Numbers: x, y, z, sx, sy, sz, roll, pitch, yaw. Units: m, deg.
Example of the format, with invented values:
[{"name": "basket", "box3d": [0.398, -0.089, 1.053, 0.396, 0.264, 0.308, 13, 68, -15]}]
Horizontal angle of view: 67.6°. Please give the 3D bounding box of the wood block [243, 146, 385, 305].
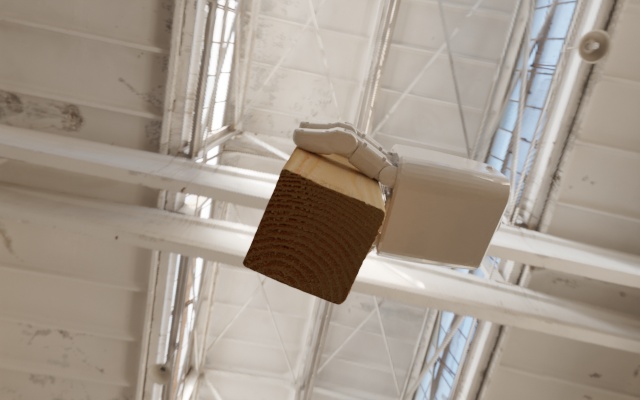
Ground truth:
[{"name": "wood block", "box3d": [0.000, 0.002, 0.469, 0.090, 0.091, 0.206, 23, 16, -3]}]
